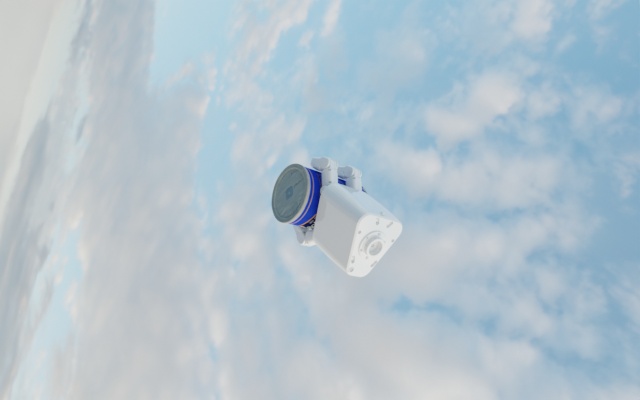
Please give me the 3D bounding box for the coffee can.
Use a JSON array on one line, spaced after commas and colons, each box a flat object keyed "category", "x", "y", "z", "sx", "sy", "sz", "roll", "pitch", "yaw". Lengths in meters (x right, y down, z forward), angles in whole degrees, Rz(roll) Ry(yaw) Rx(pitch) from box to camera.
[{"category": "coffee can", "x": 0.000, "y": 0.003, "z": 0.838, "sx": 0.140, "sy": 0.103, "sz": 0.103, "roll": 16, "pitch": -10, "yaw": -37}]
